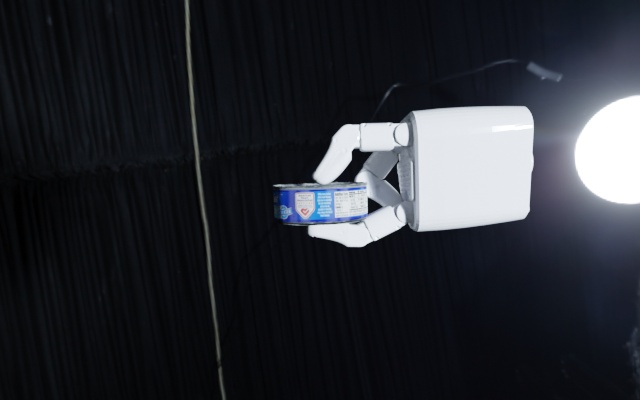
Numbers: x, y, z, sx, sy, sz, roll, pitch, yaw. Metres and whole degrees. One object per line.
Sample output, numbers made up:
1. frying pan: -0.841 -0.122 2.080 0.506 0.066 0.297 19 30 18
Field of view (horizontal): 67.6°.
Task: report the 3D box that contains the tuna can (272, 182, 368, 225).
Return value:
1. tuna can: 0.000 0.002 0.433 0.086 0.034 0.086 -2 4 0
